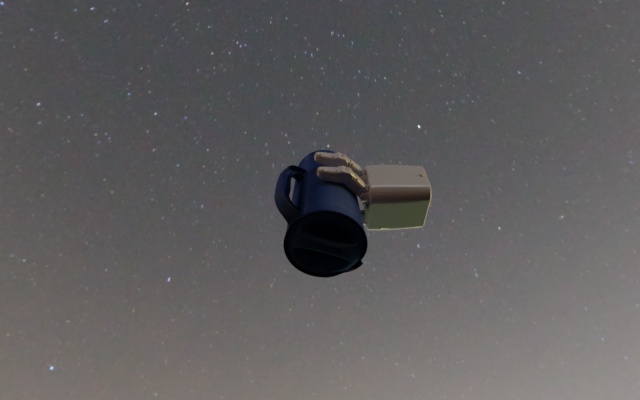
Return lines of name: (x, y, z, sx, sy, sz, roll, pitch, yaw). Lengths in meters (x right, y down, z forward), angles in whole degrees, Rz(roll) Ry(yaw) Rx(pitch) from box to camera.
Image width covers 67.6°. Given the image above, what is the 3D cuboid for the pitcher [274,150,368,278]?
pitcher: (0.000, 0.003, 0.841, 0.145, 0.149, 0.242, -1, 33, 0)
